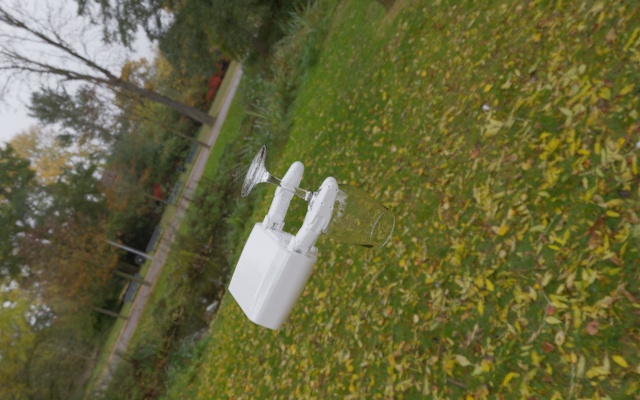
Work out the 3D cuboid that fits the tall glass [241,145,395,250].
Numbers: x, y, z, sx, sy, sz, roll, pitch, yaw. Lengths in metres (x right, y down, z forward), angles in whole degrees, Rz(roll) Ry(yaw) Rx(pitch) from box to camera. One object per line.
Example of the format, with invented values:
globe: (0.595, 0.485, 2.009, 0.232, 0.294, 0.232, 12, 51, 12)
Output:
tall glass: (0.000, 0.002, 0.641, 0.201, 0.079, 0.079, 24, -8, -18)
